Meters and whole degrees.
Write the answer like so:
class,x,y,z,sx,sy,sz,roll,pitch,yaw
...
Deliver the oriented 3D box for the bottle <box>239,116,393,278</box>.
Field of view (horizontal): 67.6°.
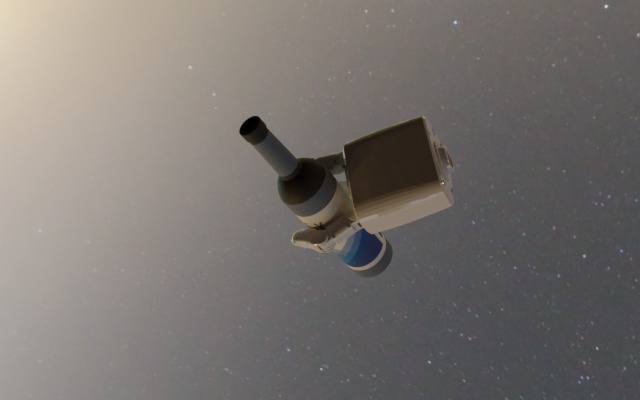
class,x,y,z,sx,sy,sz,roll,pitch,yaw
bottle,0.000,0.002,0.597,0.069,0.069,0.296,0,-33,37
